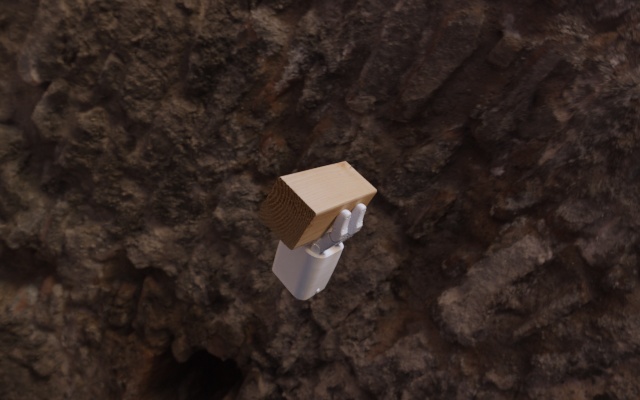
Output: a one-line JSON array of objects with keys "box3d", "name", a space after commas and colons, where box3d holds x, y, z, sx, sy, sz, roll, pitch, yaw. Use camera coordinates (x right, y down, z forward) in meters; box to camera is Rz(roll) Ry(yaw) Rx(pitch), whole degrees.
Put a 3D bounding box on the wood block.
[{"box3d": [0.000, 0.003, 0.852, 0.091, 0.090, 0.206, 44, 31, 18], "name": "wood block"}]
